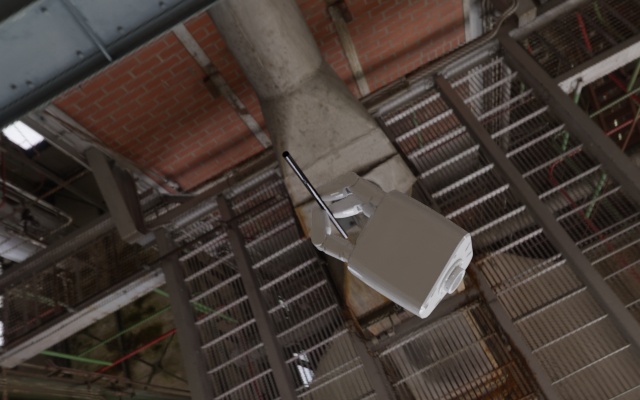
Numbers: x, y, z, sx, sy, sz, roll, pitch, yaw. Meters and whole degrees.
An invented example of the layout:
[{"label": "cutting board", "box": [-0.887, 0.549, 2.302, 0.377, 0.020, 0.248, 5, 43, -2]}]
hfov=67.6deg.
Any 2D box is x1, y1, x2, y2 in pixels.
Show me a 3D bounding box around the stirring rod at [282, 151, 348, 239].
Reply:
[{"label": "stirring rod", "box": [0.000, 0.002, 0.611, 0.011, 0.011, 0.240, 0, -25, 20]}]
